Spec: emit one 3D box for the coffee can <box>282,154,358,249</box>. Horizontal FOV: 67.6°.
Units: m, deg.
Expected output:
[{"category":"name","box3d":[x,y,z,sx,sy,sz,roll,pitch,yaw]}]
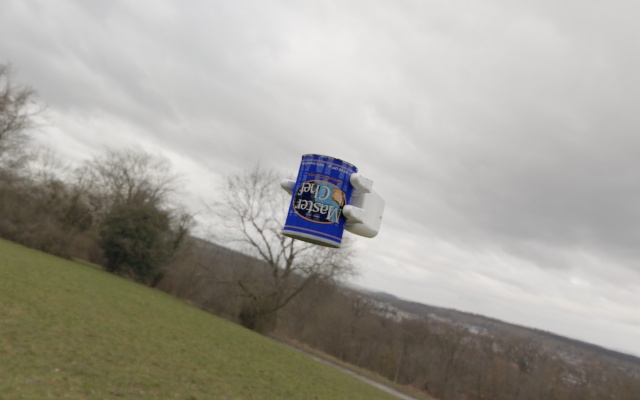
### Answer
[{"category":"coffee can","box3d":[0.000,0.003,0.820,0.103,0.140,0.103,13,-9,2]}]
